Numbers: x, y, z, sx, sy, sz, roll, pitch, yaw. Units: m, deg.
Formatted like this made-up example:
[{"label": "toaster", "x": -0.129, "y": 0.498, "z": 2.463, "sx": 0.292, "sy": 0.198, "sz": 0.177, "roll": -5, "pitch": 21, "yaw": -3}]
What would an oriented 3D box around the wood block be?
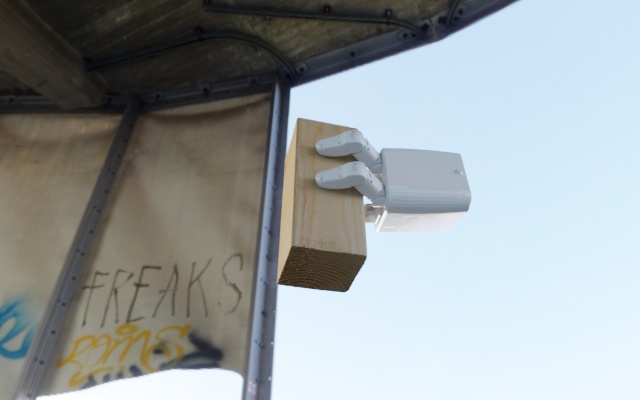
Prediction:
[{"label": "wood block", "x": 0.000, "y": 0.002, "z": 0.613, "sx": 0.090, "sy": 0.206, "sz": 0.091, "roll": 9, "pitch": -40, "yaw": -10}]
